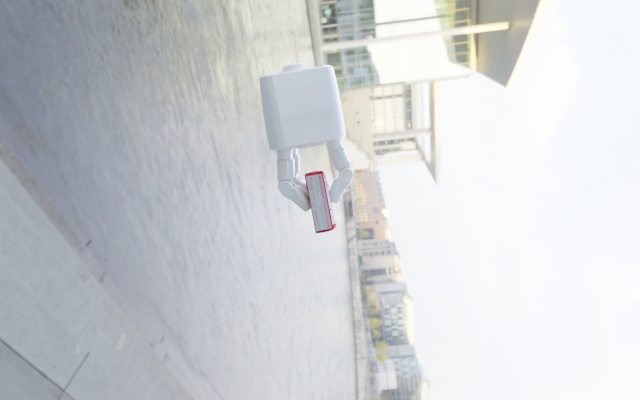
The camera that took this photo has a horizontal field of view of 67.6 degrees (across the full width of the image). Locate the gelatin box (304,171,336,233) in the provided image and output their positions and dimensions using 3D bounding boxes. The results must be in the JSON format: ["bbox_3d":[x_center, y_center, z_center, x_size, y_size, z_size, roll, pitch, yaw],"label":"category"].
[{"bbox_3d":[0.001,0.003,0.716,0.030,0.089,0.073,-11,-1,5],"label":"gelatin box"}]
